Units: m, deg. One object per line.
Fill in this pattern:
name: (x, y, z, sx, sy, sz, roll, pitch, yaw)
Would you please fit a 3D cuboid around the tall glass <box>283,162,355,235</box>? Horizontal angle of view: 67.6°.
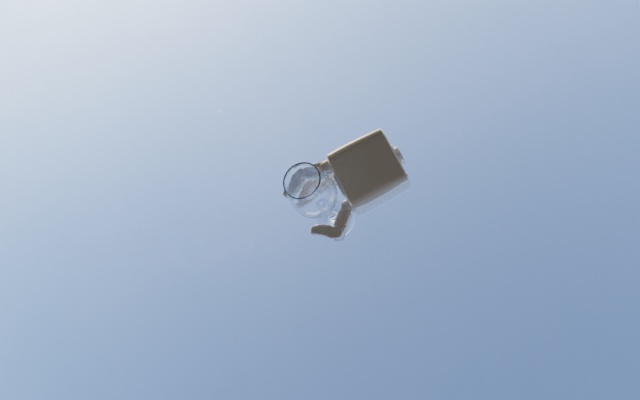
tall glass: (0.000, 0.003, 0.820, 0.079, 0.079, 0.201, 0, -20, 19)
